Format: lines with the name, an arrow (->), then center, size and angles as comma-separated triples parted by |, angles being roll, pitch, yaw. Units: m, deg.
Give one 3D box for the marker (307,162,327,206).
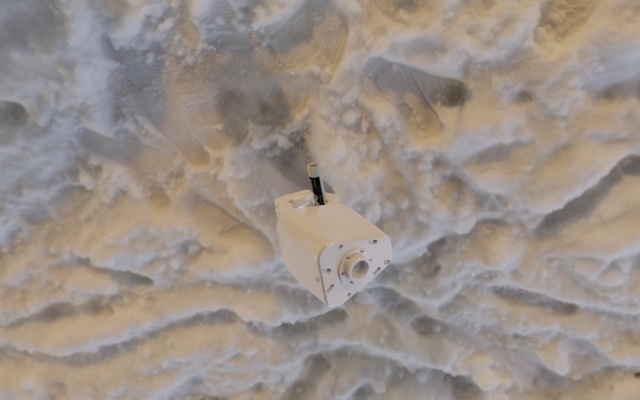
marker -> 0.000, 0.002, 0.705 | 0.020, 0.121, 0.020 | -8, 28, 4
